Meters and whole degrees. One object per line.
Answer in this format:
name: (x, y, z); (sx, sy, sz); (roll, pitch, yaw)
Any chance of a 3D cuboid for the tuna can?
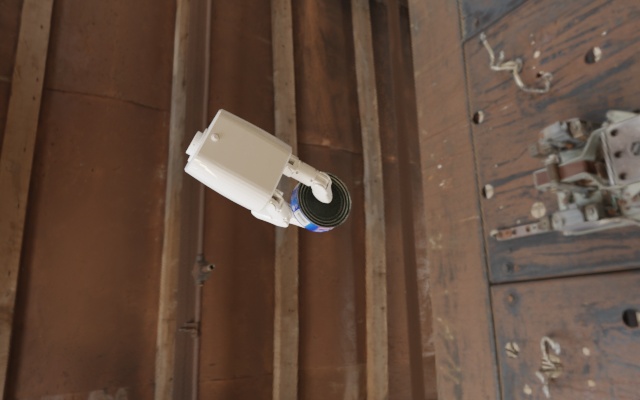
tuna can: (0.000, 0.002, 0.700); (0.086, 0.086, 0.034); (0, -16, -25)
